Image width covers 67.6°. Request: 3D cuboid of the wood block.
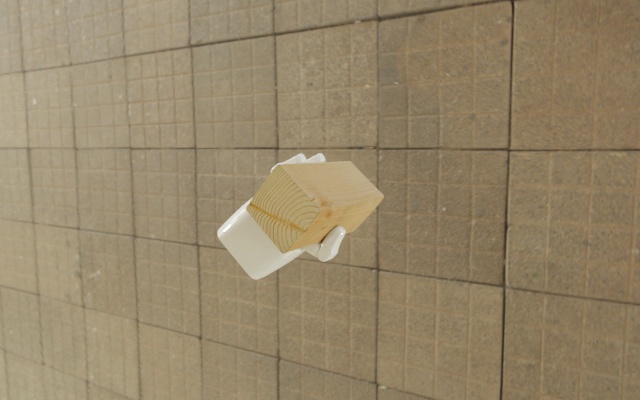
[{"bbox_3d":[0.000,0.003,0.725,0.090,0.090,0.206,-50,-19,25],"label":"wood block"}]
